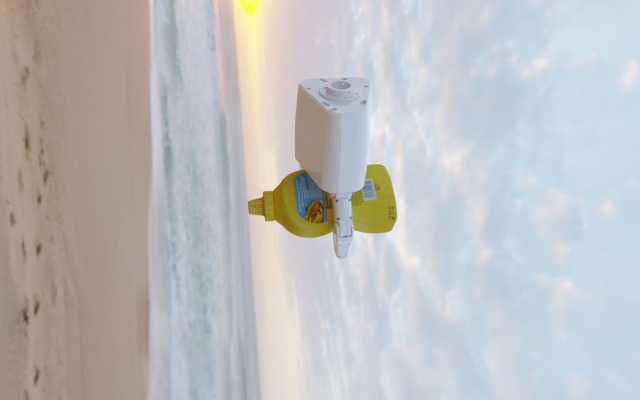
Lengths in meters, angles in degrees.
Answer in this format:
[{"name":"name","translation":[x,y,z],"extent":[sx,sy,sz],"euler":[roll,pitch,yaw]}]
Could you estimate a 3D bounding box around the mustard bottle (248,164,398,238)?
[{"name":"mustard bottle","translation":[0.000,0.002,0.636],"extent":[0.191,0.096,0.058],"euler":[-4,-29,-8]}]
